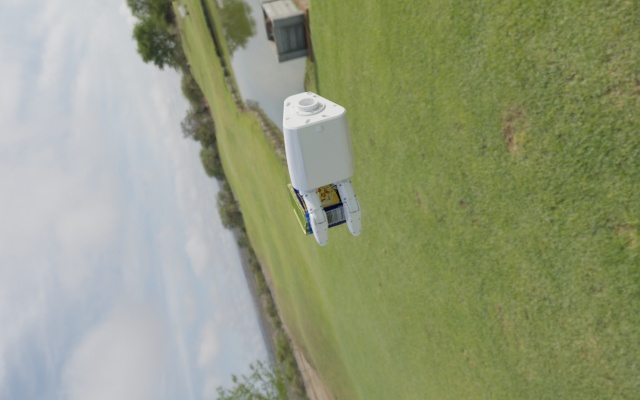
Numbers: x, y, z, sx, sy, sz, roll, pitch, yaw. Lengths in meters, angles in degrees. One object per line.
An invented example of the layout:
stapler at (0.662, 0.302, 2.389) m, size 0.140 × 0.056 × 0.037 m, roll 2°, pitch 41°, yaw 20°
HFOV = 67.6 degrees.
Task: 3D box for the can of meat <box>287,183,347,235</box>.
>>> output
can of meat at (0.000, 0.003, 0.776) m, size 0.084 × 0.057 × 0.102 m, roll -17°, pitch 41°, yaw -11°
